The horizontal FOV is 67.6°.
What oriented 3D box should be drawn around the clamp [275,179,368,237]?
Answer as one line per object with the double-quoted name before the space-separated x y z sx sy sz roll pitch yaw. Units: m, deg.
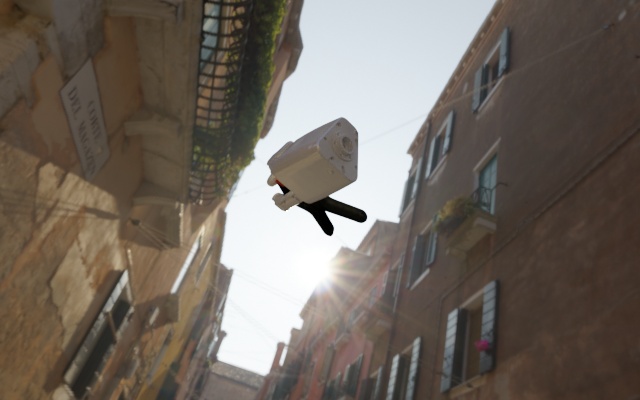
"clamp" 0.000 0.002 0.855 0.171 0.039 0.120 40 -41 -27
